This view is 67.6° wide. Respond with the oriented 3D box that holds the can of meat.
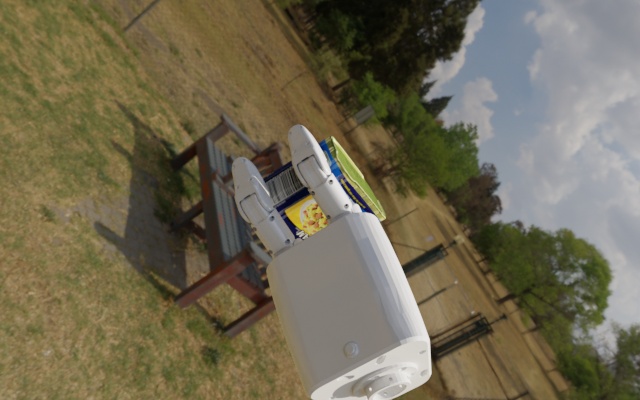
[{"bbox_3d":[0.000,0.001,0.429,0.084,0.057,0.102,-31,-42,12],"label":"can of meat"}]
